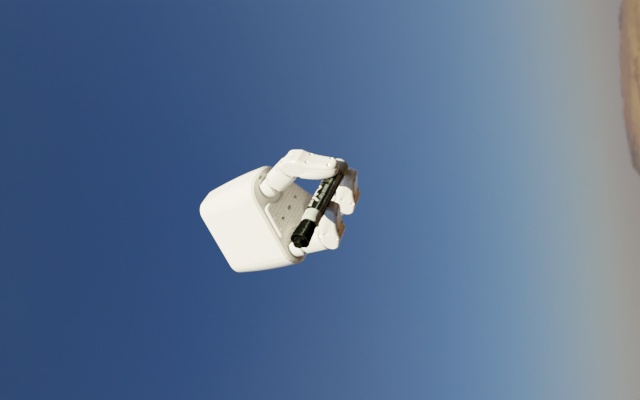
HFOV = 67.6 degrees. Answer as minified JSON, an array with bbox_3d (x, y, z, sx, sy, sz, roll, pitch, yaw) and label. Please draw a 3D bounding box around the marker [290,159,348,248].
[{"bbox_3d":[0.000,0.002,0.475,0.020,0.020,0.121,0,41,28],"label":"marker"}]
